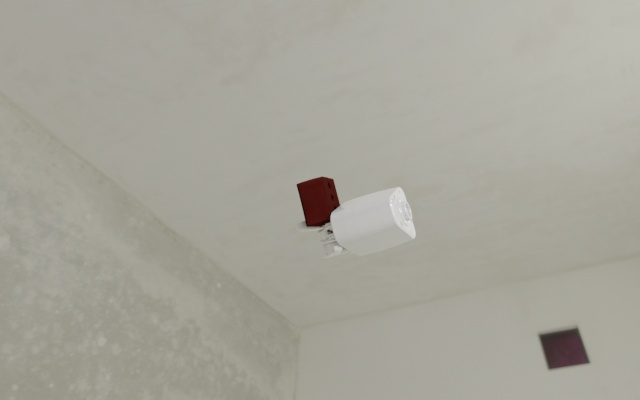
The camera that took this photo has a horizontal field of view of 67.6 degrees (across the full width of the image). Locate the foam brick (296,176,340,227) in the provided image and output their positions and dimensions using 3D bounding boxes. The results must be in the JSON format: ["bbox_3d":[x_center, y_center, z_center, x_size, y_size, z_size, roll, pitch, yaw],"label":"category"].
[{"bbox_3d":[0.000,0.002,0.828,0.051,0.078,0.053,-19,-10,23],"label":"foam brick"}]
